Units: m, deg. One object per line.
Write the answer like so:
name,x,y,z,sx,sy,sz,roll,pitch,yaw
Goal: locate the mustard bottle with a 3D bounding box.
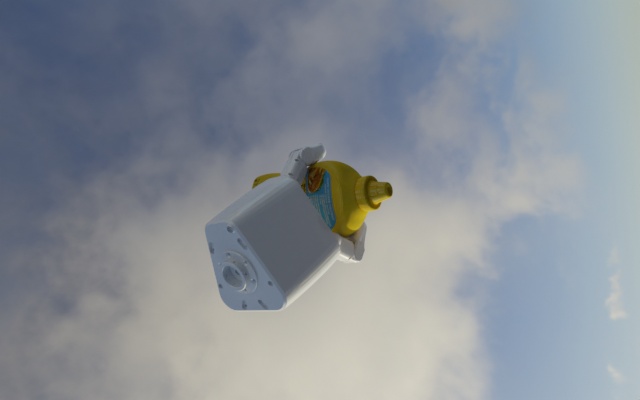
mustard bottle,0.000,0.002,0.585,0.191,0.096,0.058,-10,-6,37
